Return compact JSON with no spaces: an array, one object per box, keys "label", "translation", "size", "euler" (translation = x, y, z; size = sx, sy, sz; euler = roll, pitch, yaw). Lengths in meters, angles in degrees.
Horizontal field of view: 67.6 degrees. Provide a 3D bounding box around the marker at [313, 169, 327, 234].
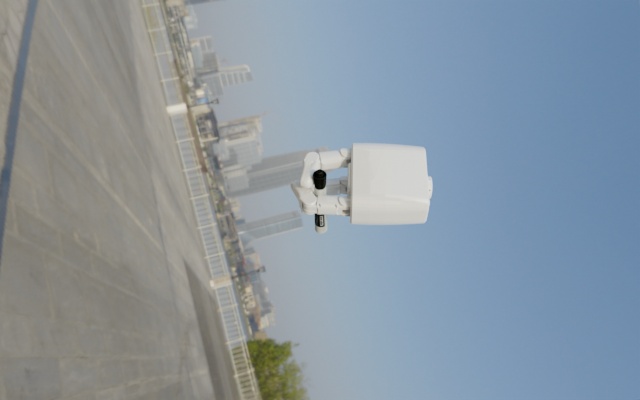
[{"label":"marker","translation":[0.000,0.002,0.682],"size":[0.020,0.020,0.121],"euler":[0,-43,1]}]
